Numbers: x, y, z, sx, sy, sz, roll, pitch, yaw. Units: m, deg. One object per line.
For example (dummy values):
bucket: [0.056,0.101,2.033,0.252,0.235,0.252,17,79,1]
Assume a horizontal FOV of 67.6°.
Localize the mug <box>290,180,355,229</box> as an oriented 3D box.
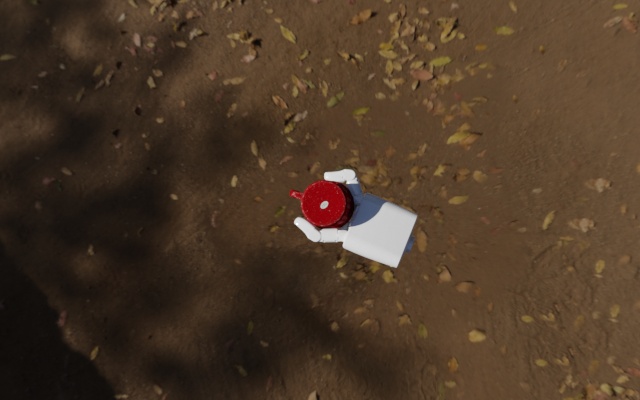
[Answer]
mug: [-0.001,0.002,0.854,0.117,0.093,0.081,21,0,9]
